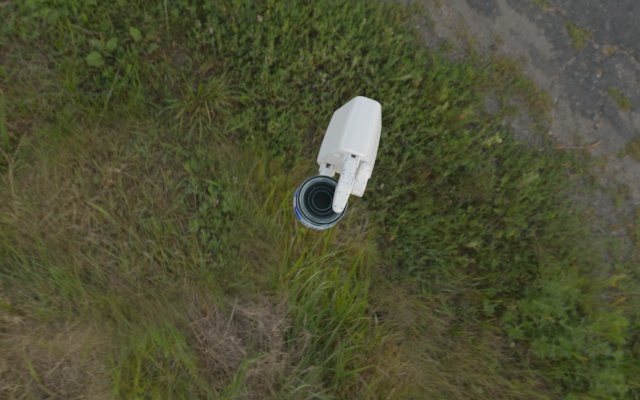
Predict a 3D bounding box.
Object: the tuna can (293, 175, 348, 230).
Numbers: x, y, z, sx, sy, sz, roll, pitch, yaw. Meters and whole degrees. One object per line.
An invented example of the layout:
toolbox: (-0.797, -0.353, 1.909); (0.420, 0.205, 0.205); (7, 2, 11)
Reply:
tuna can: (0.000, 0.002, 0.768); (0.086, 0.086, 0.034); (0, -12, -12)
